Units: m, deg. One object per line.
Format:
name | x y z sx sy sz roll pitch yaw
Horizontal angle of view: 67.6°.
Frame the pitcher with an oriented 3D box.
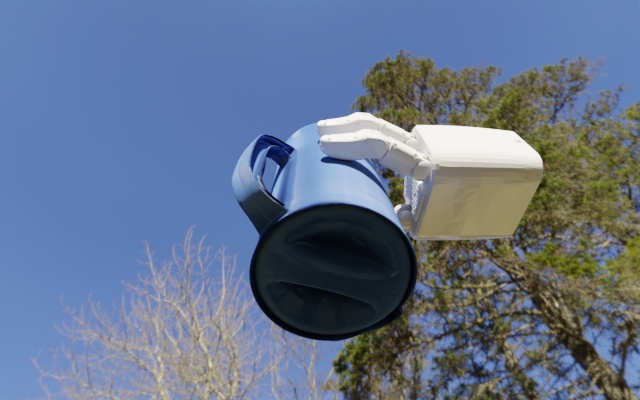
pitcher | 0.000 0.002 0.472 0.145 0.149 0.242 -1 27 -2
